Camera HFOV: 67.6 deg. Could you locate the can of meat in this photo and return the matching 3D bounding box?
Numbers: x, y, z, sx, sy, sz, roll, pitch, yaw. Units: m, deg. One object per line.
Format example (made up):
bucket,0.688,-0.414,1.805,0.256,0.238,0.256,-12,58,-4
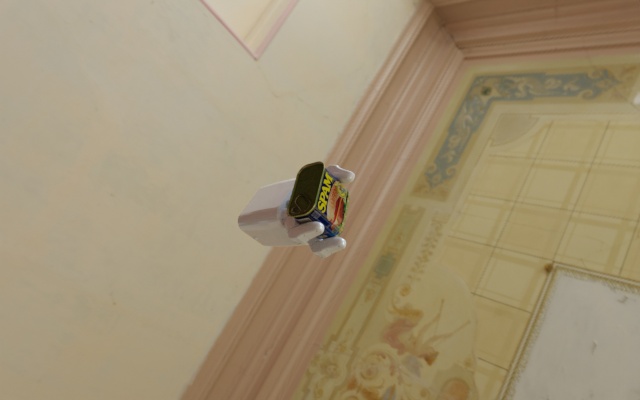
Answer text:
can of meat,0.000,0.003,0.779,0.057,0.102,0.084,-12,-39,36
